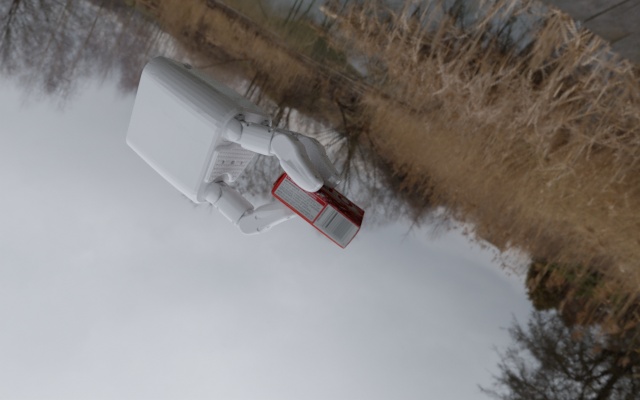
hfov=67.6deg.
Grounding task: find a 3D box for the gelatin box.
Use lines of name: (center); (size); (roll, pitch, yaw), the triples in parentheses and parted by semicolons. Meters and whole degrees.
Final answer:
gelatin box: (0.000, 0.002, 0.470); (0.089, 0.030, 0.073); (38, 13, 0)
